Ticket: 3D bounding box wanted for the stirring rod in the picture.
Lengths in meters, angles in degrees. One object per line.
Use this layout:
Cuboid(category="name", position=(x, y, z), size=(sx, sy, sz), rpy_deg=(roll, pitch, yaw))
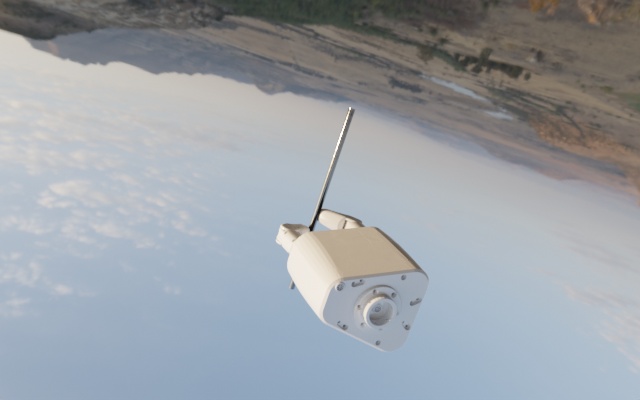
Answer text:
Cuboid(category="stirring rod", position=(0.000, 0.002, 0.593), size=(0.011, 0.239, 0.011), rpy_deg=(18, 12, -4))
